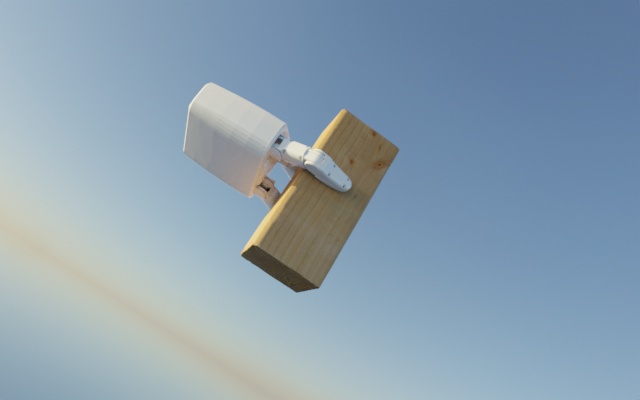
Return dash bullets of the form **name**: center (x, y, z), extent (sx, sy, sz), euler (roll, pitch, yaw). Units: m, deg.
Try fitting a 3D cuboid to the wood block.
- **wood block**: center (0.000, 0.002, 0.594), extent (0.090, 0.206, 0.091), euler (35, -22, -8)
